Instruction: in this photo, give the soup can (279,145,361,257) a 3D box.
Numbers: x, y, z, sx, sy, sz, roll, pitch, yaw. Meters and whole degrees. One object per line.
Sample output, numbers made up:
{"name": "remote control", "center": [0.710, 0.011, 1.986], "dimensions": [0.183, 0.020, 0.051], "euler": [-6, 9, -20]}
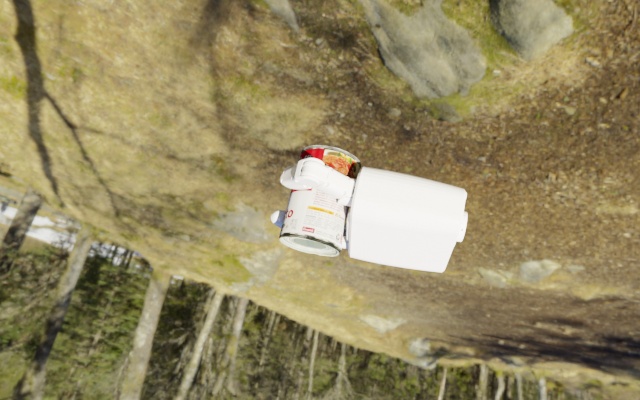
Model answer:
{"name": "soup can", "center": [0.000, 0.002, 0.510], "dimensions": [0.068, 0.102, 0.068], "euler": [13, -18, 4]}
